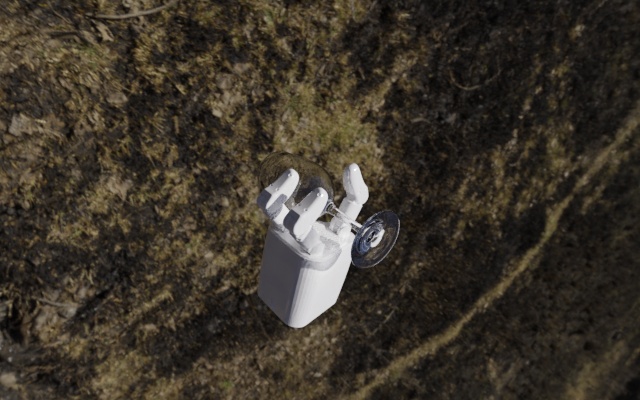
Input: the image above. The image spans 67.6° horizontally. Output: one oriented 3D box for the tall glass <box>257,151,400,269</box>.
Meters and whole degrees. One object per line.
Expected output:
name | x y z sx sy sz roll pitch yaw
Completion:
tall glass | 0.001 0.002 0.596 0.079 0.079 0.201 0 26 -44
